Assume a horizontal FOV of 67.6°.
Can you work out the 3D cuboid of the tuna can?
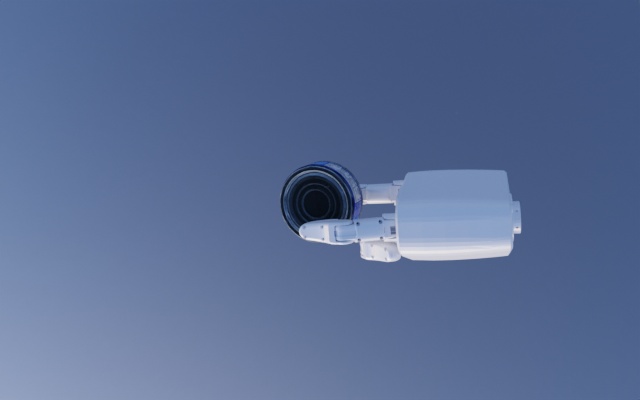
[{"bbox_3d":[0.000,0.002,0.513,0.086,0.086,0.033,0,10,22],"label":"tuna can"}]
